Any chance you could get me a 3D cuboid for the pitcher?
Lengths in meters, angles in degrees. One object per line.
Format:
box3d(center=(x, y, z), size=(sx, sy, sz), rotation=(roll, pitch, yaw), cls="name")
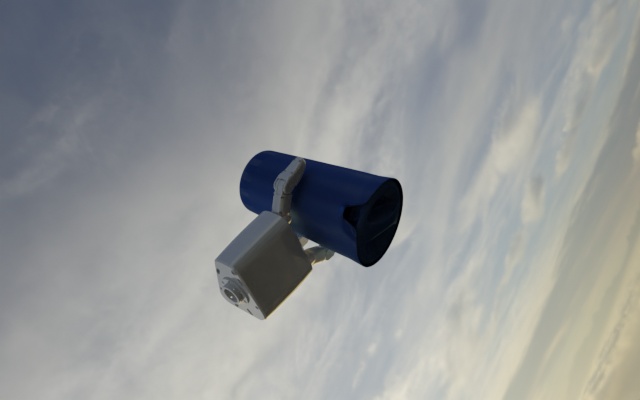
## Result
box3d(center=(0.000, 0.003, 0.746), size=(0.243, 0.149, 0.145), rotation=(20, 48, 31), cls="pitcher")
